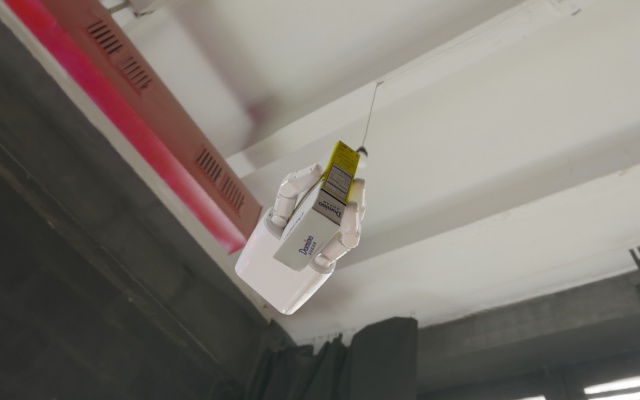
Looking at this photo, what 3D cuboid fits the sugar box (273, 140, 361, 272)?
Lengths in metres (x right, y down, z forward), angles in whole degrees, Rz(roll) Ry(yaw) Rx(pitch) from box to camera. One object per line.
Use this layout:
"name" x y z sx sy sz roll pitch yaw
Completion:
"sugar box" 0.001 0.002 0.605 0.048 0.093 0.176 32 34 -10
